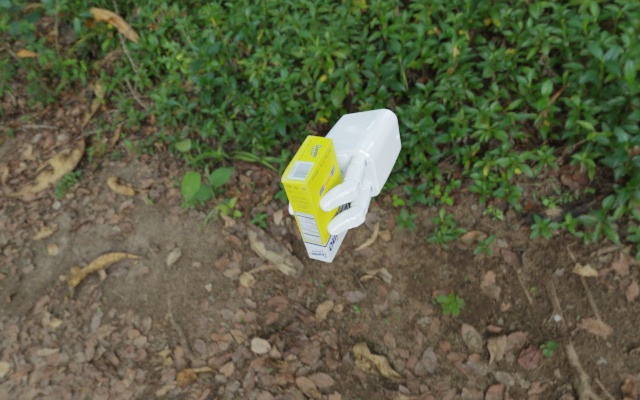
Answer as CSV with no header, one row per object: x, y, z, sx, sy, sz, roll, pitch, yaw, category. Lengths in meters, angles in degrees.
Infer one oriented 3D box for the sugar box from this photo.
0.001,0.002,0.704,0.048,0.093,0.176,9,-39,27,sugar box
